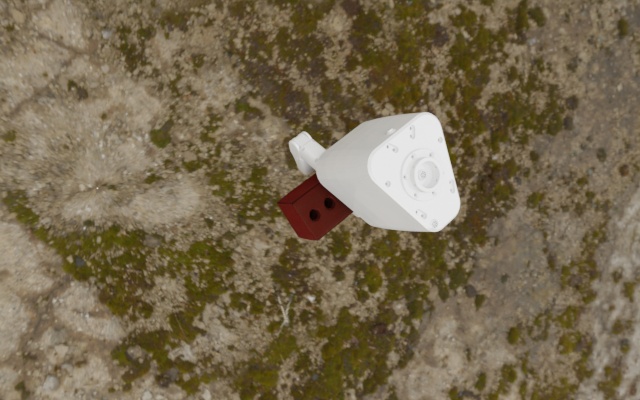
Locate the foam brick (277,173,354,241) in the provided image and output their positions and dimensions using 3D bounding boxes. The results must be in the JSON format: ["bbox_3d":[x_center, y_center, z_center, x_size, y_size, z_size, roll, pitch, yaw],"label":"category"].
[{"bbox_3d":[0.000,0.002,0.549,0.078,0.053,0.051,-39,17,-18],"label":"foam brick"}]
